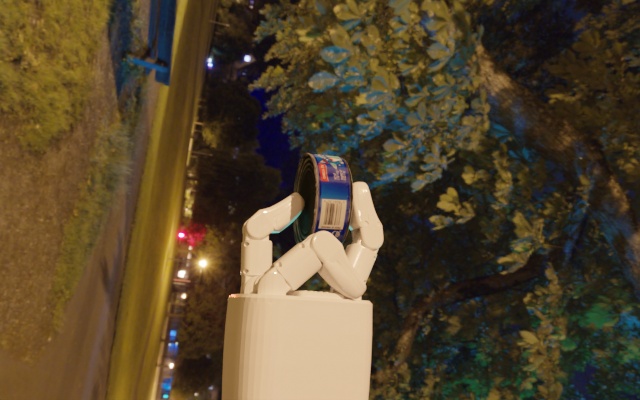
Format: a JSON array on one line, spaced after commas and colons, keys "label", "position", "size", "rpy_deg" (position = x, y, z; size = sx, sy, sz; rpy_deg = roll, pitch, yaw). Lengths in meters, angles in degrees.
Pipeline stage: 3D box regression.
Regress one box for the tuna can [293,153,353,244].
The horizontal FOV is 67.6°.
[{"label": "tuna can", "position": [0.001, 0.001, 0.429], "size": [0.034, 0.086, 0.086], "rpy_deg": [3, -1, -16]}]
